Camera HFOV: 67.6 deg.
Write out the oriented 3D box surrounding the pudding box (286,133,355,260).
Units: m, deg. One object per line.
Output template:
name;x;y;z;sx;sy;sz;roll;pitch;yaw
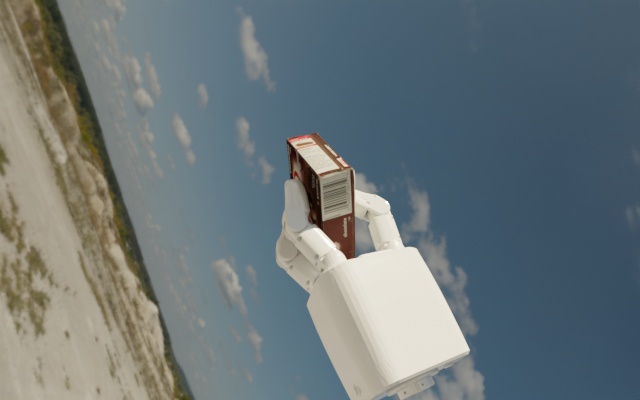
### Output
pudding box;0.000;0.002;0.477;0.039;0.114;0.090;-13;33;-19
